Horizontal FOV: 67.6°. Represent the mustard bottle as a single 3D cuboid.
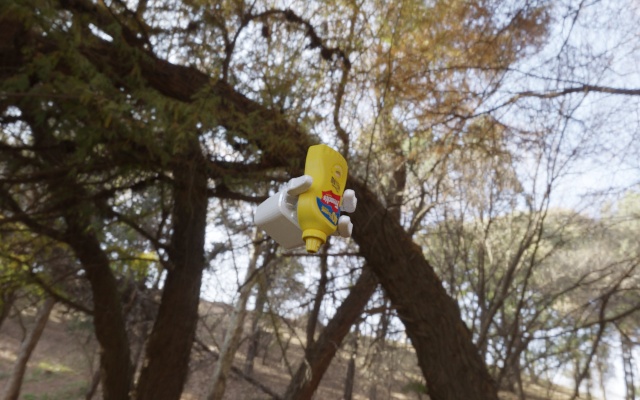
[{"bbox_3d":[0.000,0.002,0.844,0.058,0.191,0.096,-6,-32,30],"label":"mustard bottle"}]
